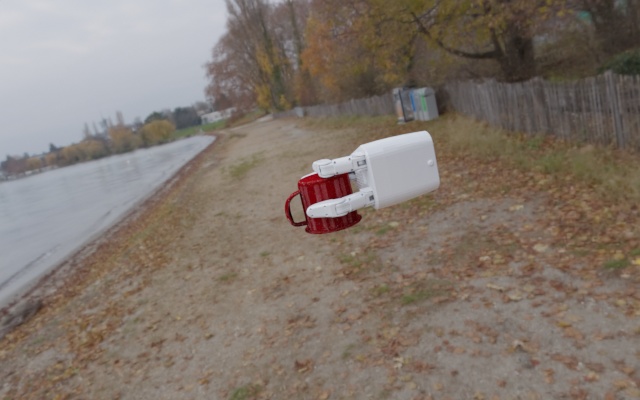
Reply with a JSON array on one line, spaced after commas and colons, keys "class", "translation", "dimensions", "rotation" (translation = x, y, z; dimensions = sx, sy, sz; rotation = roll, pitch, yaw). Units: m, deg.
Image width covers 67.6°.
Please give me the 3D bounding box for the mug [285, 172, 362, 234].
[{"class": "mug", "translation": [-0.001, 0.003, 0.747], "dimensions": [0.117, 0.081, 0.093], "rotation": [-16, 12, -12]}]
